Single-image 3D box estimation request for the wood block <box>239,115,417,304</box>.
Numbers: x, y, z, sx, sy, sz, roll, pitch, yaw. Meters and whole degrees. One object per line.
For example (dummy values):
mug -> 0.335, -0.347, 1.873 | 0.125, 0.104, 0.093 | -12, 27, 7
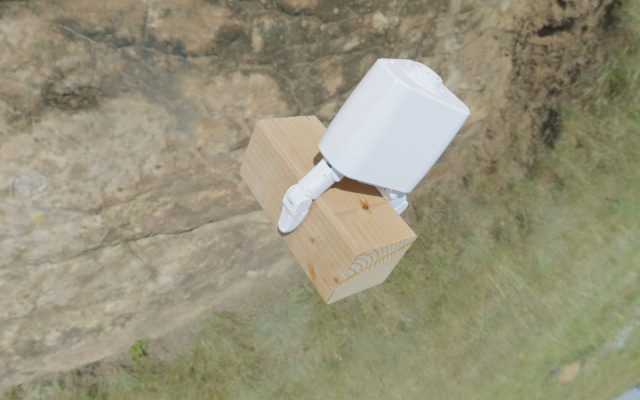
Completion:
wood block -> 0.000, 0.002, 0.556 | 0.091, 0.206, 0.090 | -12, -37, -38
